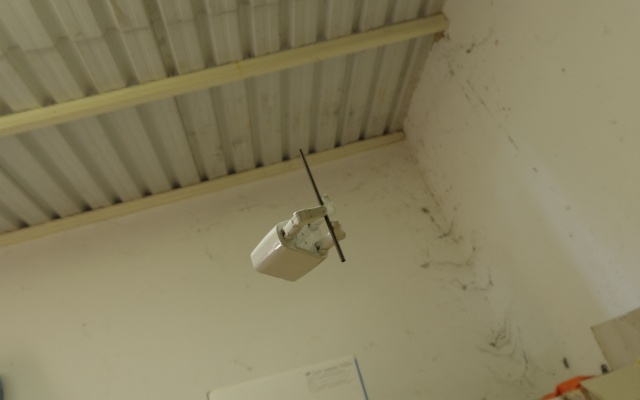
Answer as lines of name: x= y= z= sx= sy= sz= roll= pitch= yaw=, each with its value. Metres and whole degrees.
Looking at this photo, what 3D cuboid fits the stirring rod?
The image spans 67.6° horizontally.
stirring rod: x=0.000 y=0.003 z=0.857 sx=0.011 sy=0.239 sz=0.011 roll=-17 pitch=-28 yaw=-9
